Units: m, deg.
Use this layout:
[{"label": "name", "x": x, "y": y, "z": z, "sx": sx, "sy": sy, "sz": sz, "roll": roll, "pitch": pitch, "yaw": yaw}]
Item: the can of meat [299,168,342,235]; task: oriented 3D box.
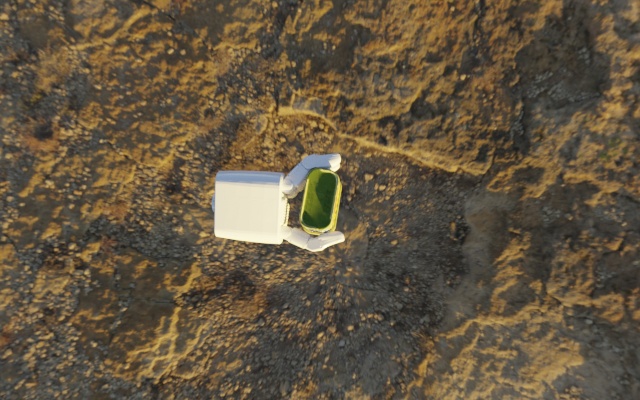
[{"label": "can of meat", "x": 0.000, "y": 0.003, "z": 0.767, "sx": 0.057, "sy": 0.102, "sz": 0.084, "roll": 9, "pitch": -7, "yaw": 4}]
